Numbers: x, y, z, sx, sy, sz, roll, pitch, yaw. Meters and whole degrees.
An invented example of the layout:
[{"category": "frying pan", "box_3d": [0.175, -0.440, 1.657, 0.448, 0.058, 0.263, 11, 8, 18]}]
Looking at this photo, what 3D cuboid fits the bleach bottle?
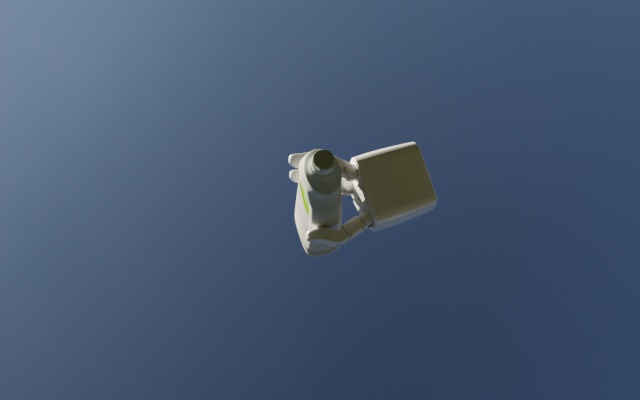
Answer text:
[{"category": "bleach bottle", "box_3d": [0.000, 0.002, 0.723, 0.068, 0.102, 0.251, -17, -20, -10]}]
